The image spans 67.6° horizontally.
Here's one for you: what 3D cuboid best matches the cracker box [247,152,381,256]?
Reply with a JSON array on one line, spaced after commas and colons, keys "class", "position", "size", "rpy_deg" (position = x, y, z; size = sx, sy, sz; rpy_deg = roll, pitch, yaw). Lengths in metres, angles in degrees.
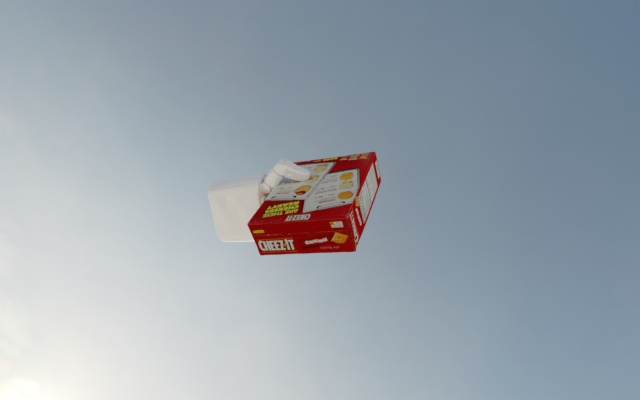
[{"class": "cracker box", "position": [0.000, 0.002, 0.793], "size": [0.164, 0.072, 0.213], "rpy_deg": [-5, 30, 22]}]
